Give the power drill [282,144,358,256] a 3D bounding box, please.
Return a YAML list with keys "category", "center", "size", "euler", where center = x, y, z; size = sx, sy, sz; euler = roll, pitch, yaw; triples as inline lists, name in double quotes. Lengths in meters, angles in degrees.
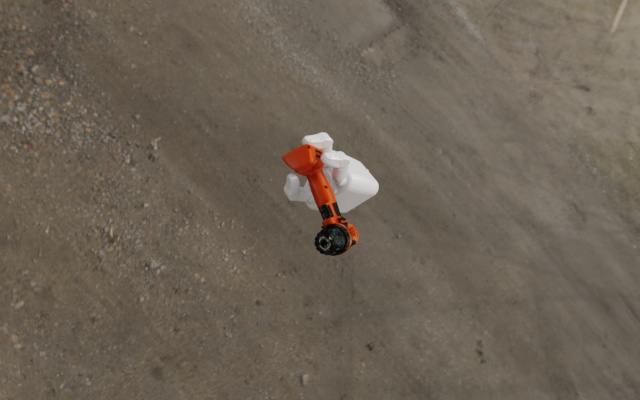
- category: "power drill"
  center: [0.000, 0.002, 0.799]
  size: [0.057, 0.187, 0.184]
  euler: [-23, -6, 11]
